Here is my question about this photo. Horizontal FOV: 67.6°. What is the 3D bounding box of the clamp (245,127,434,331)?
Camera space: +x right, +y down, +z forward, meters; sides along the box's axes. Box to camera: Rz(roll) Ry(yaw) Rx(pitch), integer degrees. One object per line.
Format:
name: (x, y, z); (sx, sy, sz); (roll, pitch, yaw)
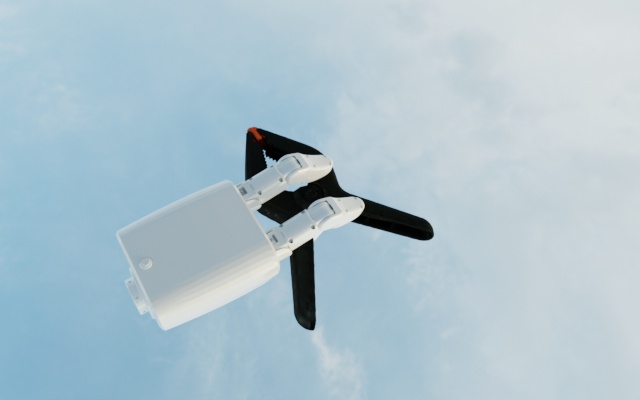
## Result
clamp: (-0.001, 0.002, 0.474); (0.164, 0.210, 0.036); (-25, -25, -24)
